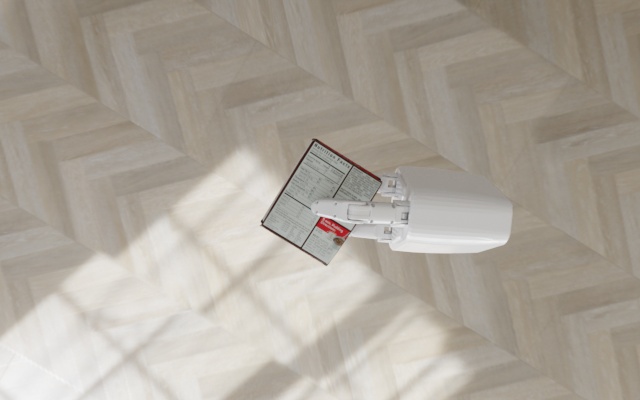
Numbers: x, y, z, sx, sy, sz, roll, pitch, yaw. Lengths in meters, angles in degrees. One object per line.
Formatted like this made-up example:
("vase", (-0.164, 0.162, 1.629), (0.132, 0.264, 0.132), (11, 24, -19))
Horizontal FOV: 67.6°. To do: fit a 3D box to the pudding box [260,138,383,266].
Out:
("pudding box", (0.000, 0.002, 0.522), (0.090, 0.113, 0.039), (32, 2, -5))
